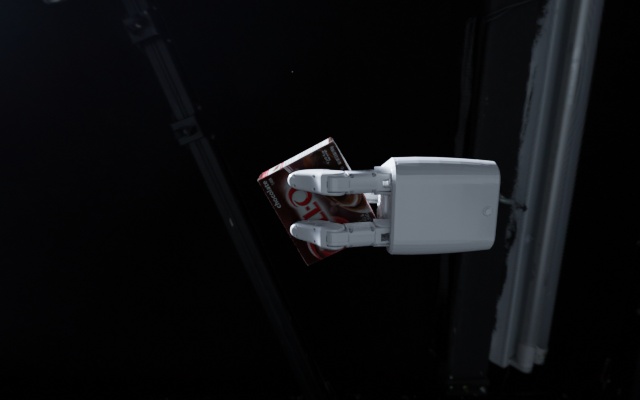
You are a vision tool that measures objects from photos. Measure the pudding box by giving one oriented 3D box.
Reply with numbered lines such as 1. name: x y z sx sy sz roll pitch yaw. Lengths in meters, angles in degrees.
1. pudding box: 0.000 0.002 0.514 0.090 0.113 0.039 -27 13 8
